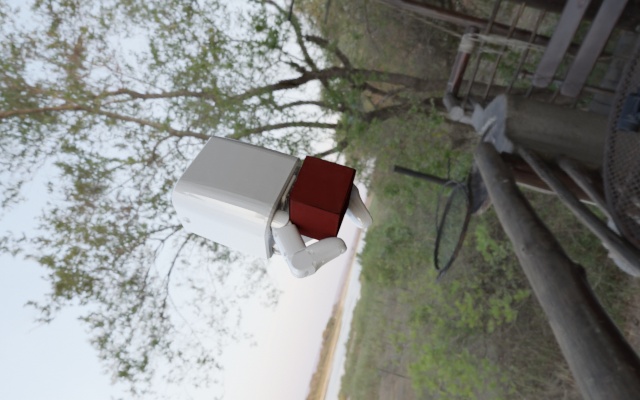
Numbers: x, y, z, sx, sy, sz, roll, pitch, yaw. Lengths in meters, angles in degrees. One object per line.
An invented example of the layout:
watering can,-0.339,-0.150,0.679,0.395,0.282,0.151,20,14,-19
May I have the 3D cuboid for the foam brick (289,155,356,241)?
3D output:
foam brick,0.000,0.001,0.475,0.051,0.053,0.078,19,-27,6
